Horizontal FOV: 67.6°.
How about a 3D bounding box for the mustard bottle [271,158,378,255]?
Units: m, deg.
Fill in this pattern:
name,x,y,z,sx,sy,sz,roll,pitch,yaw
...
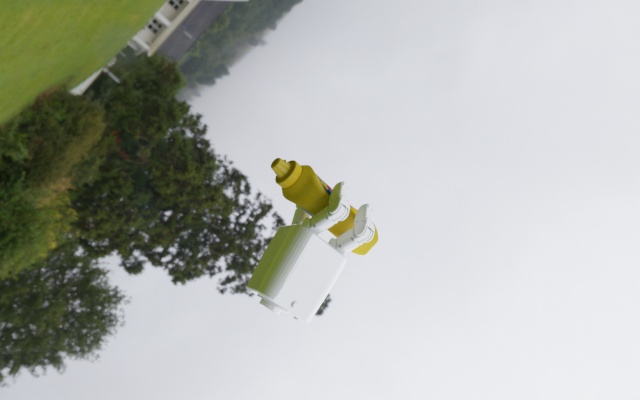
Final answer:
name,x,y,z,sx,sy,sz,roll,pitch,yaw
mustard bottle,0.000,0.002,0.698,0.192,0.058,0.096,40,7,-30
